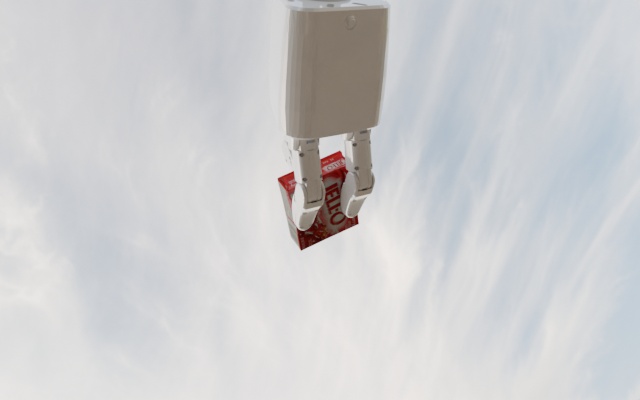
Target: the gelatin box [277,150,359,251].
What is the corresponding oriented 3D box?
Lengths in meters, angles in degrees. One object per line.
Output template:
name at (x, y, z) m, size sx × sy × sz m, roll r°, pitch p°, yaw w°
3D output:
gelatin box at (0.000, 0.002, 0.497) m, size 0.073 × 0.089 × 0.030 m, roll -24°, pitch 44°, yaw -16°
